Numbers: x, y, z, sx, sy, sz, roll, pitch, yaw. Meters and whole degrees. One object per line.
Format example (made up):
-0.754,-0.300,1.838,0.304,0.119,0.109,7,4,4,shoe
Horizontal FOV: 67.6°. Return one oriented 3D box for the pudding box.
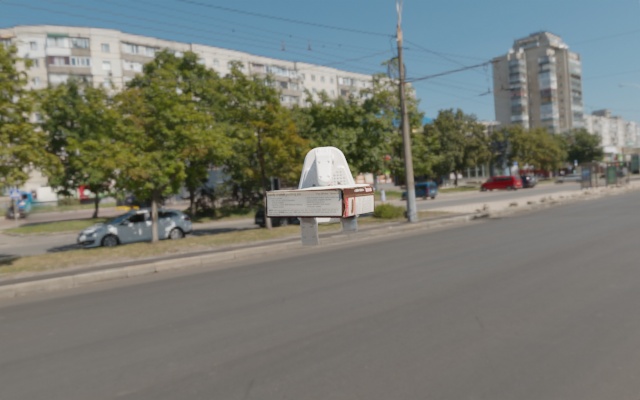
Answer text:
0.000,0.002,0.607,0.113,0.039,0.090,-4,2,30,pudding box
